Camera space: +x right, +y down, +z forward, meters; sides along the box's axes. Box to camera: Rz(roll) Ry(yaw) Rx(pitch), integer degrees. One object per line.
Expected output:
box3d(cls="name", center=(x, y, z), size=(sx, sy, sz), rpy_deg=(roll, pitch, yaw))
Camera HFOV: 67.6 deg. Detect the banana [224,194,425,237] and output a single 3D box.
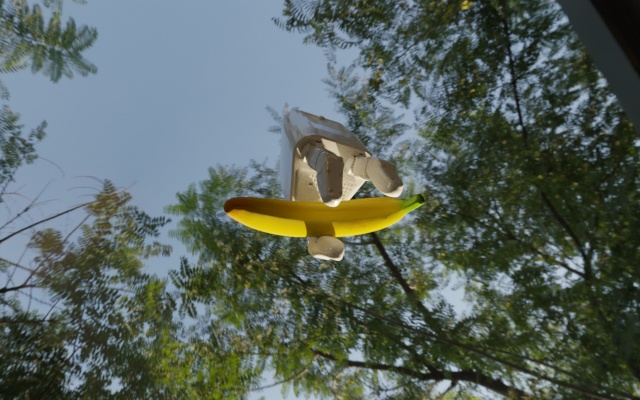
box3d(cls="banana", center=(0.002, 0.012, 0.494), size=(0.198, 0.037, 0.070), rpy_deg=(-3, -34, -8))
